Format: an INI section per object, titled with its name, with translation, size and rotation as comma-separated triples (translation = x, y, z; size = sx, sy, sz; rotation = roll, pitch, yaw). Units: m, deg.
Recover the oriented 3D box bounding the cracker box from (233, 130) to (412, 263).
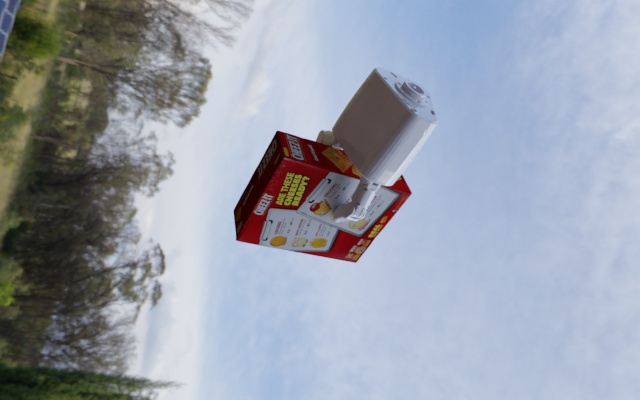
[cracker box]
translation = 0.000, 0.002, 0.710
size = 0.214, 0.164, 0.072
rotation = 14, 38, -28
